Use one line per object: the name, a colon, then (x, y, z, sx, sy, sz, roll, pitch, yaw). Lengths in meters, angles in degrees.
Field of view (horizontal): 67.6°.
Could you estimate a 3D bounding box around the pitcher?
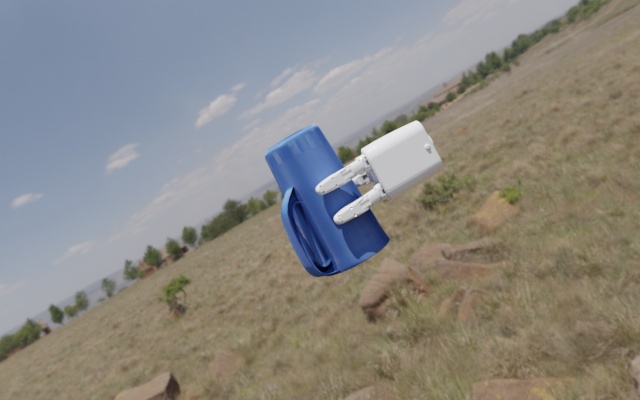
pitcher: (0.000, 0.003, 0.816, 0.145, 0.243, 0.149, -30, 4, 2)
